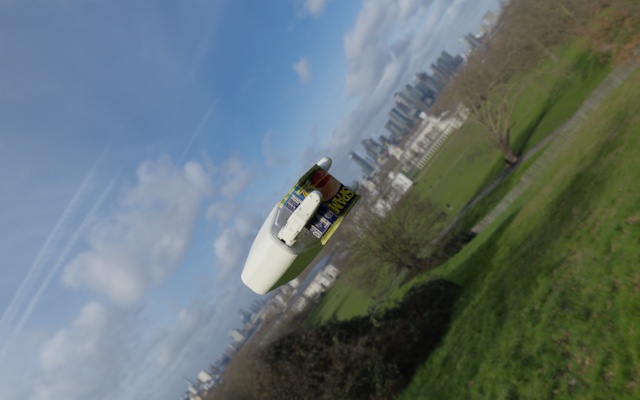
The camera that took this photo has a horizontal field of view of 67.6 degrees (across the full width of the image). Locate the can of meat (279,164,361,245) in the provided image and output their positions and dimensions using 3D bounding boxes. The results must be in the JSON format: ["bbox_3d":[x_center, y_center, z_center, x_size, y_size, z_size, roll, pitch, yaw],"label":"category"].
[{"bbox_3d":[0.000,0.002,0.691,0.084,0.057,0.102,38,35,3],"label":"can of meat"}]
